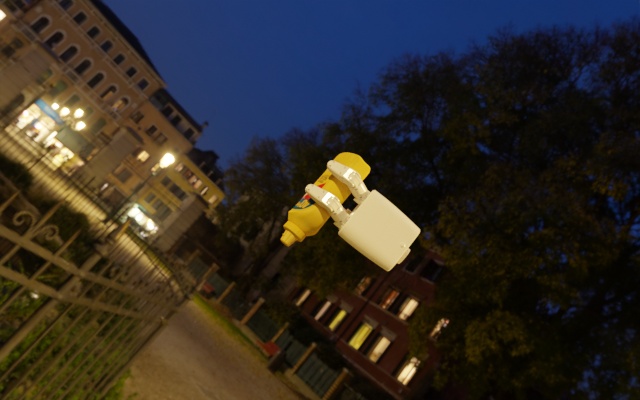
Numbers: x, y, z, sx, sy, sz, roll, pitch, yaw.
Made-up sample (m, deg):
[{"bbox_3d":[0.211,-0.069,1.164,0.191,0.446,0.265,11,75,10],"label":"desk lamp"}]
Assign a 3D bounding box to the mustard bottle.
[{"bbox_3d":[0.000,0.002,0.828,0.058,0.191,0.096,46,-15,-18],"label":"mustard bottle"}]
